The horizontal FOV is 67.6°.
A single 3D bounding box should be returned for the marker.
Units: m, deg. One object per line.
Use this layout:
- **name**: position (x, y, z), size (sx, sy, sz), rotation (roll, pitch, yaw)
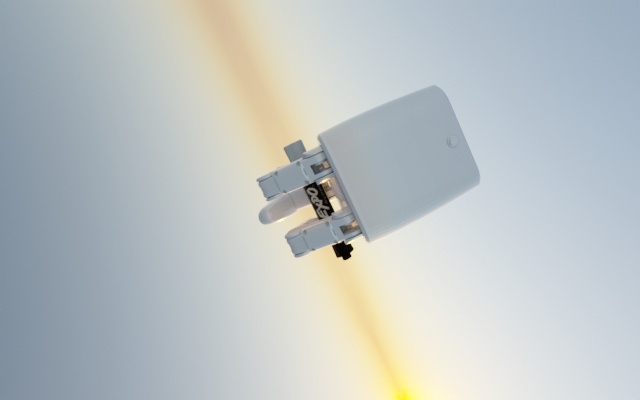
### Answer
- **marker**: position (0.000, 0.001, 0.445), size (0.020, 0.121, 0.020), rotation (-25, 9, 4)
